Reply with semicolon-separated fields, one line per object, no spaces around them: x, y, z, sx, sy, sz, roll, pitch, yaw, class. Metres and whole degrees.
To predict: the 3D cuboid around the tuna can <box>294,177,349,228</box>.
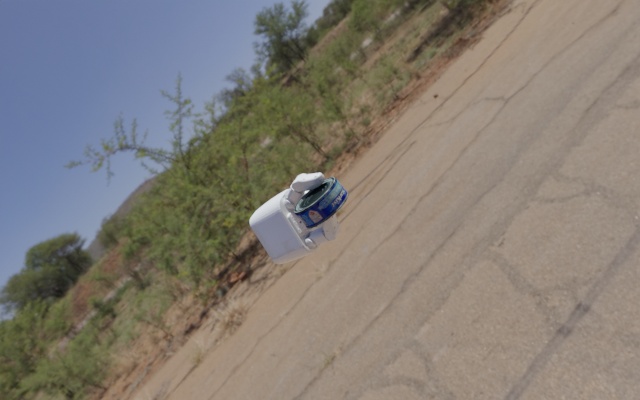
0.000;0.002;0.745;0.086;0.034;0.086;-37;15;12;tuna can
